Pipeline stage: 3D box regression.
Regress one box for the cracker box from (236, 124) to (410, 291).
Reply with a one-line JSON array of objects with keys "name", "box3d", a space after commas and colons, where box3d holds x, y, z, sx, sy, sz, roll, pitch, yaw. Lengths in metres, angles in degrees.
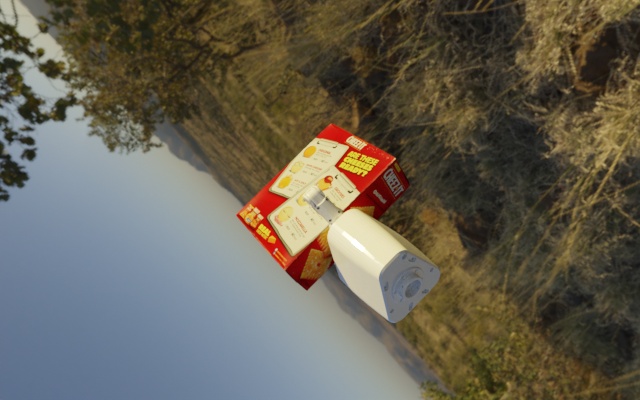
[{"name": "cracker box", "box3d": [0.000, 0.002, 0.712, 0.164, 0.213, 0.072, 38, -10, 47]}]
